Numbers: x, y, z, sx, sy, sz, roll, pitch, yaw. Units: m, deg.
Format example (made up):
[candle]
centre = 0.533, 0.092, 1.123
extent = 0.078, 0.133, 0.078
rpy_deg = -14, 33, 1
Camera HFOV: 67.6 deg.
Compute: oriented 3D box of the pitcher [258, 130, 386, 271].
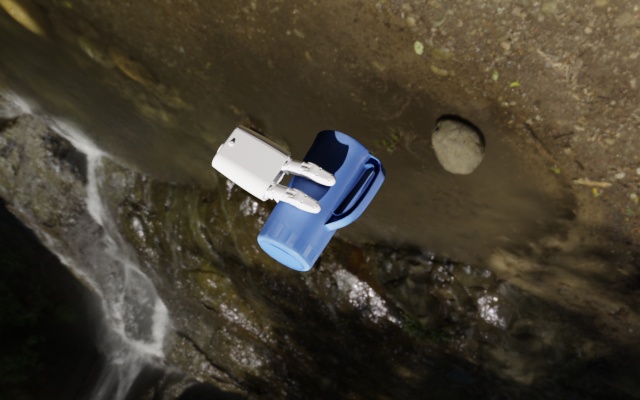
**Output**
[pitcher]
centre = 0.000, 0.003, 0.861
extent = 0.145, 0.242, 0.149
rpy_deg = 32, -20, -1
